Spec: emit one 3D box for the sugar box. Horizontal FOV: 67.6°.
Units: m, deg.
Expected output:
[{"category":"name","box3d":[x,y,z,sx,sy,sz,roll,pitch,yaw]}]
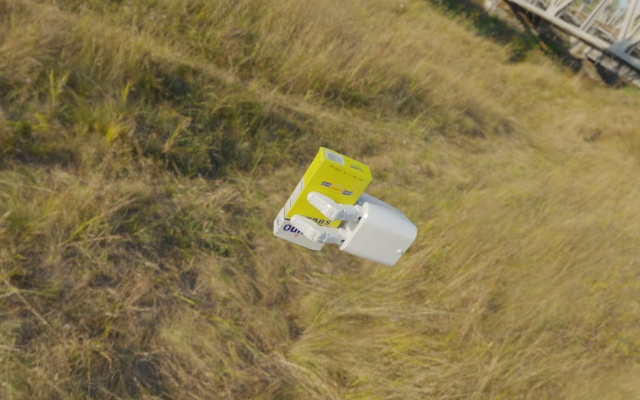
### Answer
[{"category":"sugar box","box3d":[0.000,0.003,0.800,0.093,0.176,0.048,22,30,-19]}]
